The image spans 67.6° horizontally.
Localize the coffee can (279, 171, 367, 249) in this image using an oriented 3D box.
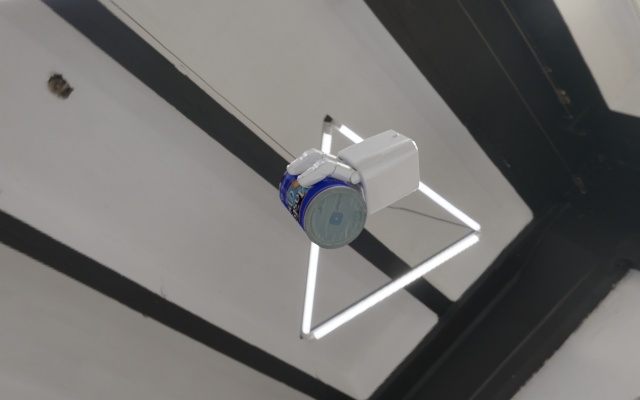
[{"bbox_3d":[0.000,0.003,0.780,0.103,0.103,0.140,0,22,-23],"label":"coffee can"}]
